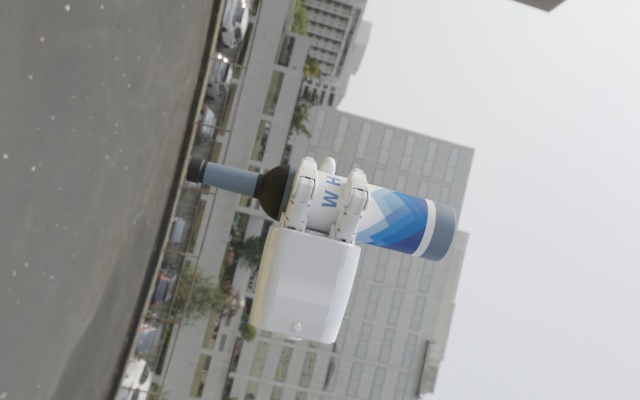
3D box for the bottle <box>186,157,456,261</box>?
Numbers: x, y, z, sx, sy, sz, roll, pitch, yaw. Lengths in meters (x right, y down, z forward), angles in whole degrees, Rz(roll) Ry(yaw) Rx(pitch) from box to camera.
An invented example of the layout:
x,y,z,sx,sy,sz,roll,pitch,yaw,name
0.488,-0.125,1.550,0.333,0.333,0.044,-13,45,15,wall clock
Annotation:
x,y,z,sx,sy,sz,roll,pitch,yaw,name
0.000,0.002,0.534,0.296,0.069,0.069,14,-2,-7,bottle
